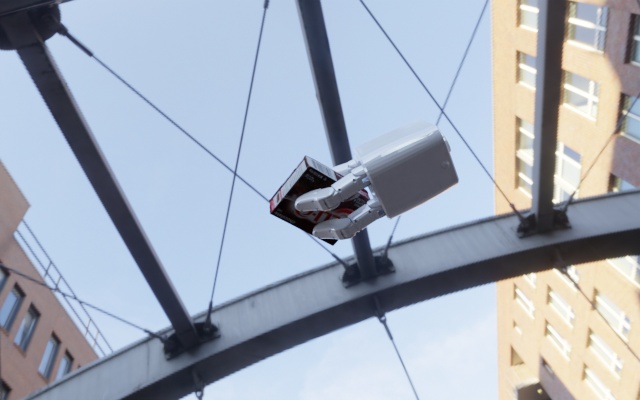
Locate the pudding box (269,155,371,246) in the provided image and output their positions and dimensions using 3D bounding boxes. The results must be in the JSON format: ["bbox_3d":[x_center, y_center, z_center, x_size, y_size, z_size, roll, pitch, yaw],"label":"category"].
[{"bbox_3d":[0.000,0.002,0.654,0.113,0.090,0.039,30,24,-24],"label":"pudding box"}]
